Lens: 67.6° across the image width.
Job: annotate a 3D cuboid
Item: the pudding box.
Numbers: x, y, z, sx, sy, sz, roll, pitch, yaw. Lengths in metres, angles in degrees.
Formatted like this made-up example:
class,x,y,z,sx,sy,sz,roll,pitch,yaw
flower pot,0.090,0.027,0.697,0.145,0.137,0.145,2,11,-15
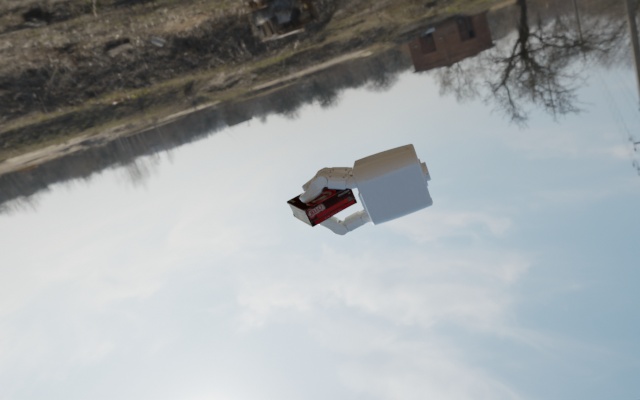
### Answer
class,x,y,z,sx,sy,sz,roll,pitch,yaw
pudding box,0.000,0.003,0.829,0.090,0.039,0.113,-27,13,-15
